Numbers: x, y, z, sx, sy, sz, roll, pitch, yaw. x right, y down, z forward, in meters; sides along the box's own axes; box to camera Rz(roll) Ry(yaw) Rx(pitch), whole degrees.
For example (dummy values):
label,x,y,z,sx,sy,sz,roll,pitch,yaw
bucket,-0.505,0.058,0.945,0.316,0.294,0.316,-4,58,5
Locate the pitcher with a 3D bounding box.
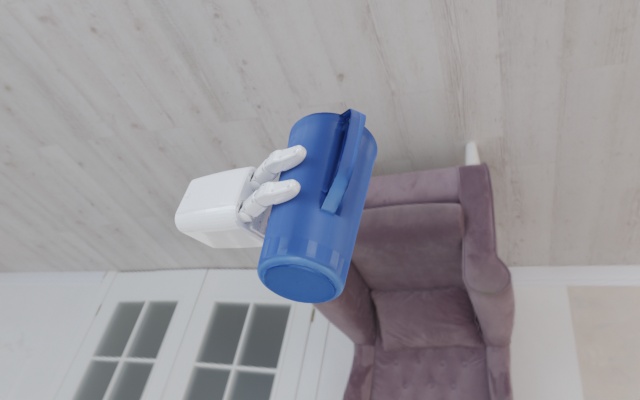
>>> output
label,x,y,z,sx,sy,sz,roll,pitch,yaw
pitcher,0.000,0.002,0.633,0.145,0.242,0.149,-6,-41,24
